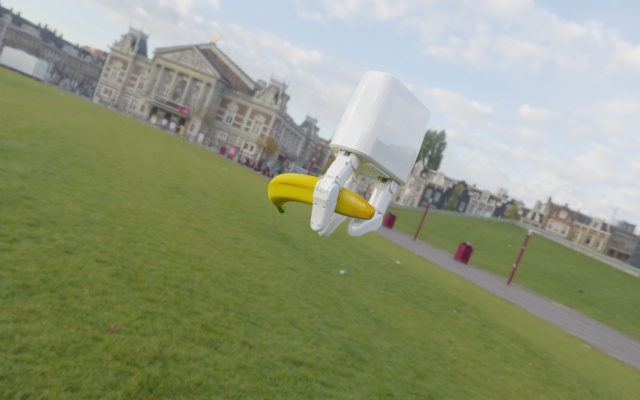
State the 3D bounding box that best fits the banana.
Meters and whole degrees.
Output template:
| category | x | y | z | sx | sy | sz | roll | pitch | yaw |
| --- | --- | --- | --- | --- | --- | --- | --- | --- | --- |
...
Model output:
| category | x | y | z | sx | sy | sz | roll | pitch | yaw |
| --- | --- | --- | --- | --- | --- | --- | --- | --- | --- |
| banana | -0.015 | -0.007 | 0.615 | 0.070 | 0.037 | 0.198 | 36 | -18 | -33 |
